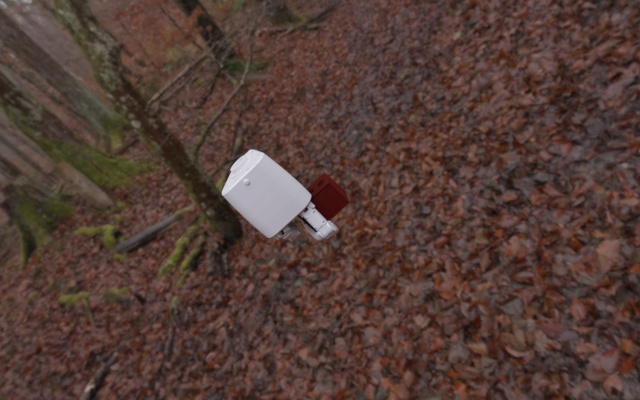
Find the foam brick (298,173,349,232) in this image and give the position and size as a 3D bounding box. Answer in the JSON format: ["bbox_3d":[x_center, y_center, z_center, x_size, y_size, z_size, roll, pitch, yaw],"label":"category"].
[{"bbox_3d":[0.000,0.002,0.793,0.051,0.078,0.053,44,11,-21],"label":"foam brick"}]
